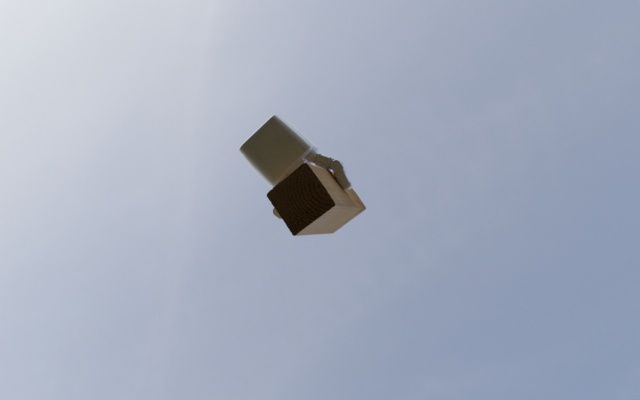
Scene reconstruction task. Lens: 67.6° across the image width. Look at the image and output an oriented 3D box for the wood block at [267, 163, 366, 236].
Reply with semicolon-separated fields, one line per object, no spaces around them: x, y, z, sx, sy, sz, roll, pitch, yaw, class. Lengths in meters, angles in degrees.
0.000;0.002;0.866;0.091;0.090;0.206;-38;-14;14;wood block
